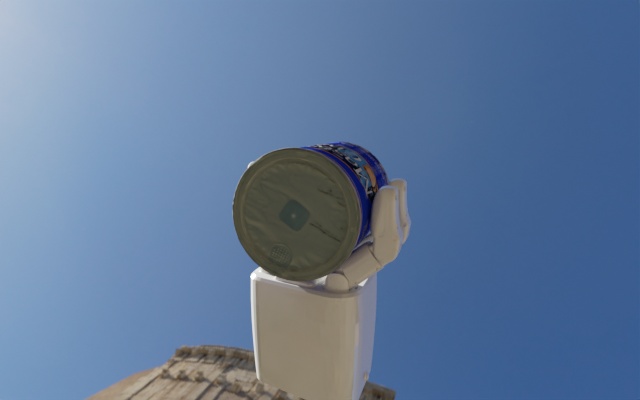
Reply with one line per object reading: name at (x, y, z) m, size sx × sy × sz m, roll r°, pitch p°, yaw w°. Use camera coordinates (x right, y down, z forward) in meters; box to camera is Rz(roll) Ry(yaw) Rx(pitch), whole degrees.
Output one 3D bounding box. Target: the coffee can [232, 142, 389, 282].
coffee can at (0.000, 0.001, 0.424) m, size 0.103 × 0.103 × 0.140 m, roll 0°, pitch 9°, yaw 18°
